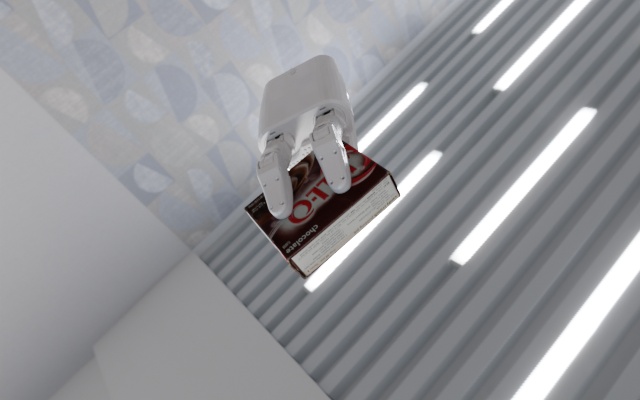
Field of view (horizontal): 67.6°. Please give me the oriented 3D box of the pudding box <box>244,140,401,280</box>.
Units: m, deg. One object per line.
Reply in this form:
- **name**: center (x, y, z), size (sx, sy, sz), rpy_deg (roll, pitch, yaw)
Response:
- **pudding box**: center (0.000, 0.001, 0.423), size (0.090, 0.113, 0.039), rpy_deg (41, -8, 49)
